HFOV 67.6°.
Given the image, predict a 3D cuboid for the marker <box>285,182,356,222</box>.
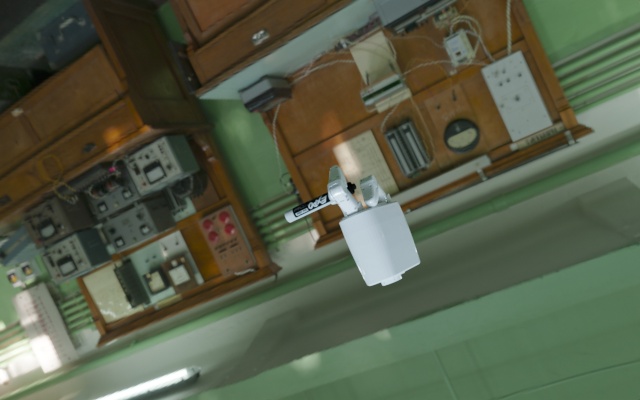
[{"bbox_3d":[0.000,0.002,0.721,0.121,0.020,0.020,-25,-10,22],"label":"marker"}]
